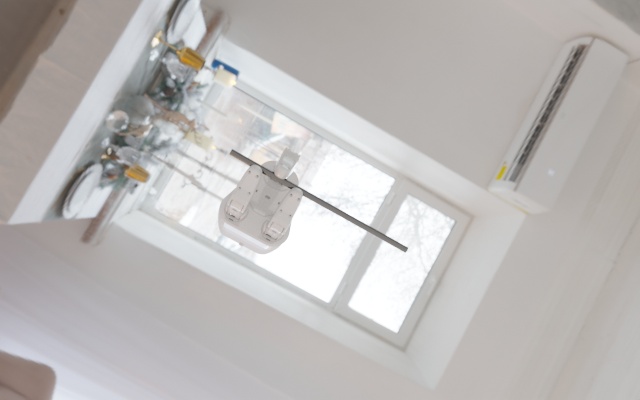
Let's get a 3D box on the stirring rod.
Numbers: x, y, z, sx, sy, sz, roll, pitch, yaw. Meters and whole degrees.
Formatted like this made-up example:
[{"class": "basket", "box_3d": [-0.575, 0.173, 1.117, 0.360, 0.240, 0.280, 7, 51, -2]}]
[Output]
[{"class": "stirring rod", "box_3d": [0.000, 0.002, 0.567, 0.239, 0.011, 0.011, 29, -3, -6]}]
